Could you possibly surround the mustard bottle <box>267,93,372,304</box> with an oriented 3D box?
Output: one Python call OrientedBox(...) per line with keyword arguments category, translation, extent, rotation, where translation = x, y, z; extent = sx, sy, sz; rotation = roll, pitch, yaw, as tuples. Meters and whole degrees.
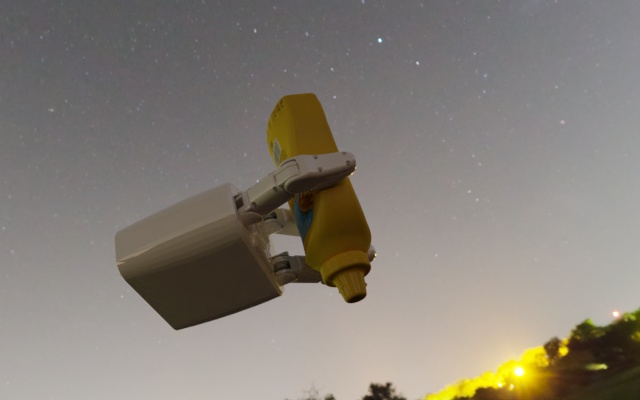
OrientedBox(category="mustard bottle", translation=(0.000, 0.001, 0.426), extent=(0.058, 0.191, 0.096), rotation=(-8, -34, -17))
